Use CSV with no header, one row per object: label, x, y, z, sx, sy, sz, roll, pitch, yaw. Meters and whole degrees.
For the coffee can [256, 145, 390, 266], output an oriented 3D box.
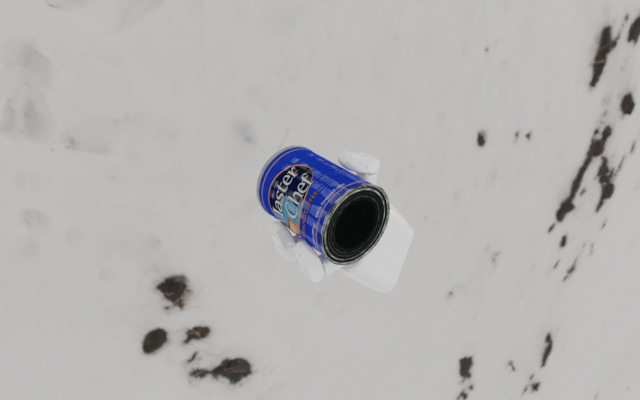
coffee can,0.000,0.002,0.589,0.103,0.103,0.140,0,23,-41
